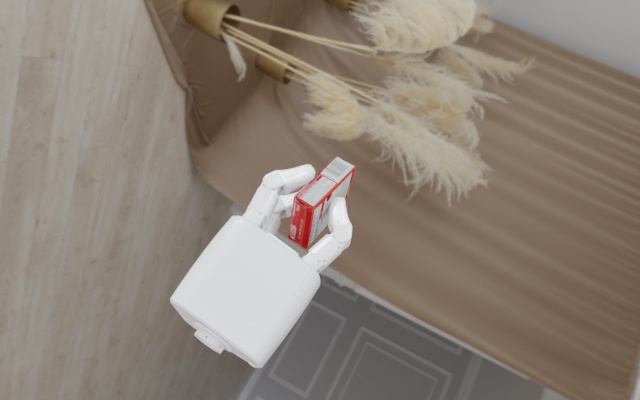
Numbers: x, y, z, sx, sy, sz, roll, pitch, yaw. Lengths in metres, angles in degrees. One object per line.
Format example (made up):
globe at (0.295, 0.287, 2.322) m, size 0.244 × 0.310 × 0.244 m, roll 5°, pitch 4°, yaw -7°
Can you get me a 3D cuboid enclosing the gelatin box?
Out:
gelatin box at (0.001, 0.002, 0.555) m, size 0.030 × 0.073 × 0.089 m, roll 32°, pitch 51°, yaw 17°
